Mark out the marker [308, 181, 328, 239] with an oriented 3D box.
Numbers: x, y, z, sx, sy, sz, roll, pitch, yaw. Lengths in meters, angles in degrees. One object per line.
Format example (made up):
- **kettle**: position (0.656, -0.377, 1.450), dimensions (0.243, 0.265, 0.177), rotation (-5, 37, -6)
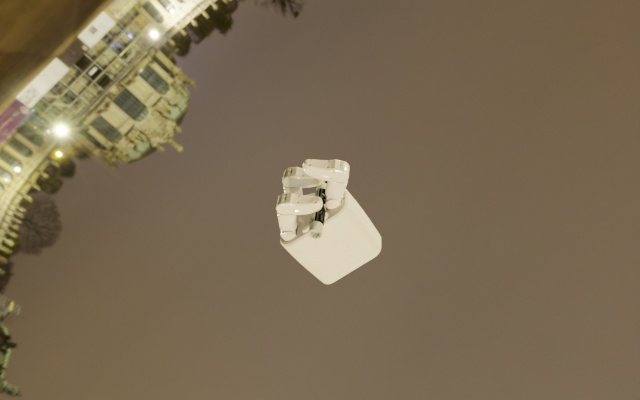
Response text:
- **marker**: position (0.000, 0.002, 0.648), dimensions (0.020, 0.020, 0.121), rotation (0, 43, 9)
